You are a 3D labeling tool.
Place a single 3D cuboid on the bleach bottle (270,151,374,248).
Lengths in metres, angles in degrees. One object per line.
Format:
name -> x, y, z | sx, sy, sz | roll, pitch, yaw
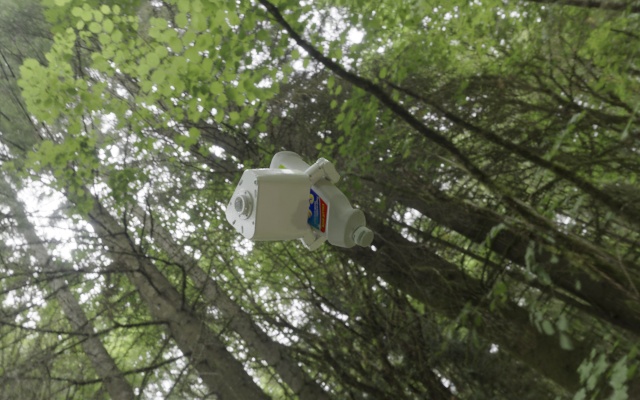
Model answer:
bleach bottle -> 0.000, 0.003, 0.848 | 0.068, 0.102, 0.250 | 0, 25, -43
